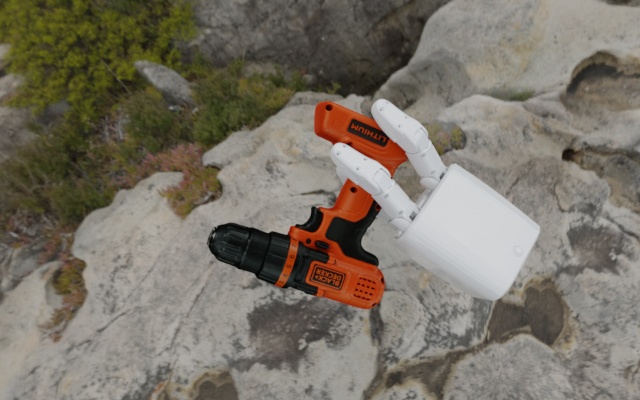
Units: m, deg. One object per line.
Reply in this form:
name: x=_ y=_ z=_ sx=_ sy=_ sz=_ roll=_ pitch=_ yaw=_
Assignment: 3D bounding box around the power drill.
power drill: x=0.000 y=0.001 z=0.481 sx=0.184 sy=0.187 sz=0.057 roll=20 pitch=0 yaw=-15
